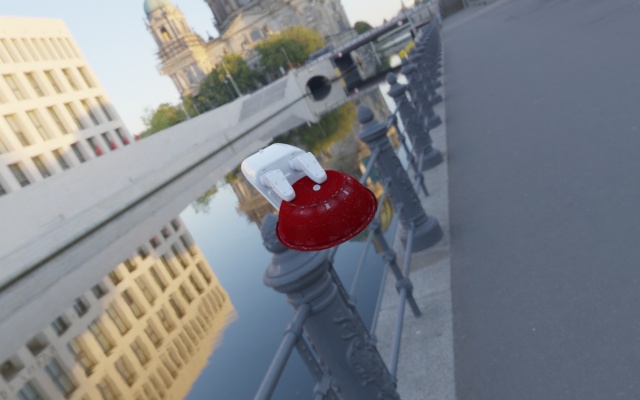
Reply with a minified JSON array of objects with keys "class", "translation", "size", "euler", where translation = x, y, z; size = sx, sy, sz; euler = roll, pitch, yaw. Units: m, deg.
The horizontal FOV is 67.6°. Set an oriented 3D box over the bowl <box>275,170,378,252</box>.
[{"class":"bowl","translation":[0.001,0.002,0.708],"size":[0.162,0.055,0.162],"euler":[-15,33,10]}]
